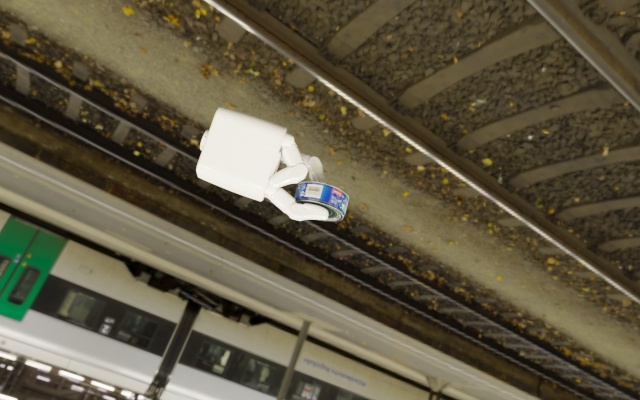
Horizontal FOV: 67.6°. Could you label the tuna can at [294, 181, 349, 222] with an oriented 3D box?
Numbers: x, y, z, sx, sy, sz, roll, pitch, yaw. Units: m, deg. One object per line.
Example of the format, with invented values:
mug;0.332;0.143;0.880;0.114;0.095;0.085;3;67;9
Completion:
tuna can;0.000;0.003;0.753;0.086;0.033;0.086;13;-20;5
